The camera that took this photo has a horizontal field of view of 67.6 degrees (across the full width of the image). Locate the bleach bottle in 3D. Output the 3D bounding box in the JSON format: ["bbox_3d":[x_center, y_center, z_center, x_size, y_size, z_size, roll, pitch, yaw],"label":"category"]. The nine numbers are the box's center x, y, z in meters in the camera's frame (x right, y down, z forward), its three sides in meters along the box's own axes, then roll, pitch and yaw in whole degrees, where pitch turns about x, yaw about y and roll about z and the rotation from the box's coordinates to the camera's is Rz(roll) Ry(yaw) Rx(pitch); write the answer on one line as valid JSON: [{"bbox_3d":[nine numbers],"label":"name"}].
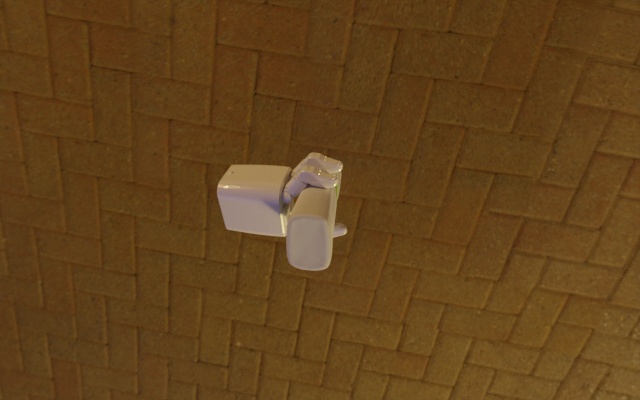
[{"bbox_3d":[0.000,0.003,0.800,0.068,0.103,0.250,4,29,7],"label":"bleach bottle"}]
